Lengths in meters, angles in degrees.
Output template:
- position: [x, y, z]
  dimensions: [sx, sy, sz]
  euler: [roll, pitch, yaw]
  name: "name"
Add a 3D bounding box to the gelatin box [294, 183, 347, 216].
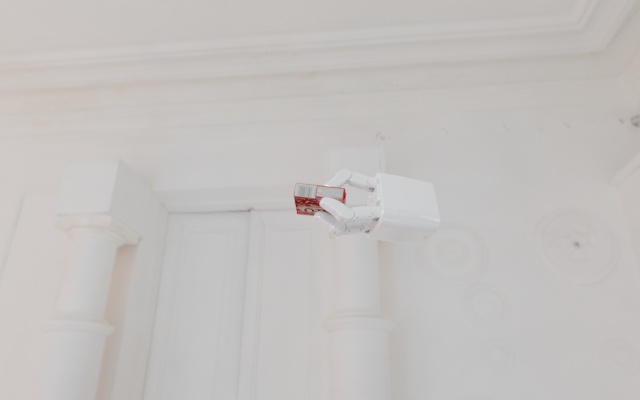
- position: [0.000, 0.002, 0.841]
  dimensions: [0.089, 0.030, 0.073]
  euler: [7, -26, 5]
  name: "gelatin box"
